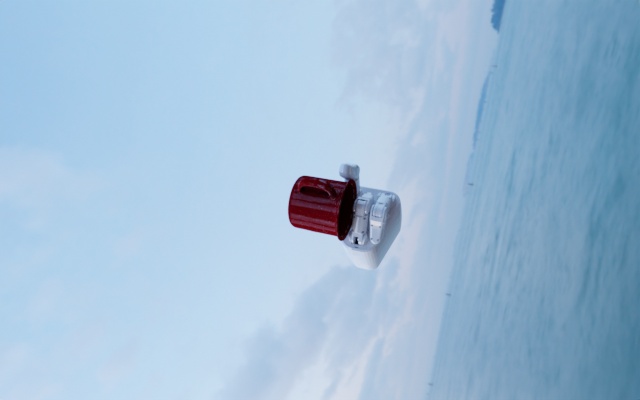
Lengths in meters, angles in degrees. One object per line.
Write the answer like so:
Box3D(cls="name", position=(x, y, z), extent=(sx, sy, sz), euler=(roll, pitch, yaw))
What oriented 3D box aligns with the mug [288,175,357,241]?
Box3D(cls="mug", position=(0.000, 0.002, 0.704), extent=(0.081, 0.093, 0.117), euler=(11, -23, 18))
